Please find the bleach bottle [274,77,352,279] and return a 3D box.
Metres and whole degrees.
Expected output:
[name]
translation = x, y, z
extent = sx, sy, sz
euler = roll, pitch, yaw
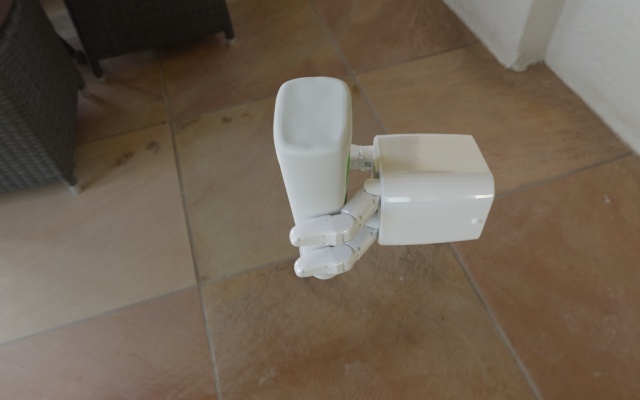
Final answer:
[bleach bottle]
translation = 0.000, 0.002, 0.504
extent = 0.068, 0.102, 0.251
euler = -1, -38, 4
